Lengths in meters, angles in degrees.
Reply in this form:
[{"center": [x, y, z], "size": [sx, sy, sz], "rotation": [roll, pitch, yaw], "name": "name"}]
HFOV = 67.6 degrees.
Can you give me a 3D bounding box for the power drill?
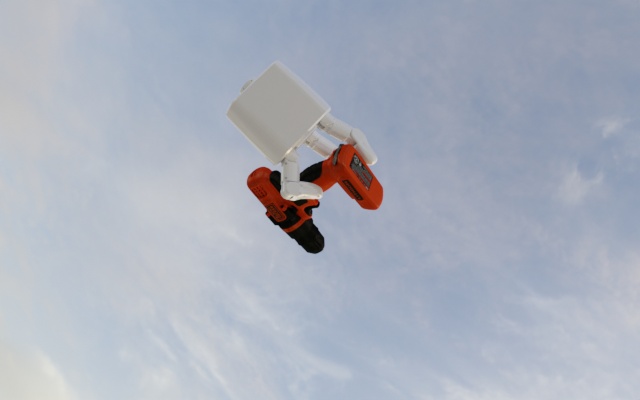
[{"center": [0.000, 0.002, 0.747], "size": [0.188, 0.184, 0.057], "rotation": [-21, 33, 32], "name": "power drill"}]
